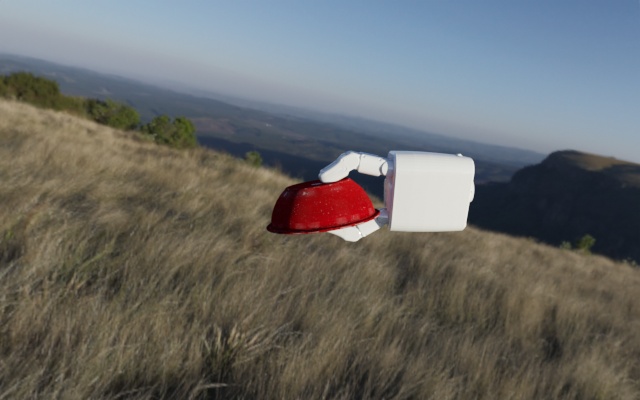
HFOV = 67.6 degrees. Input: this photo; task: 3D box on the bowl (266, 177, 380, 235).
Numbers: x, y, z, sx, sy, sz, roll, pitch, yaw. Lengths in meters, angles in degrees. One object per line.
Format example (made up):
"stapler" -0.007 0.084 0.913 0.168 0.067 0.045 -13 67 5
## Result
"bowl" -0.001 0.002 0.668 0.162 0.055 0.162 -8 8 1
